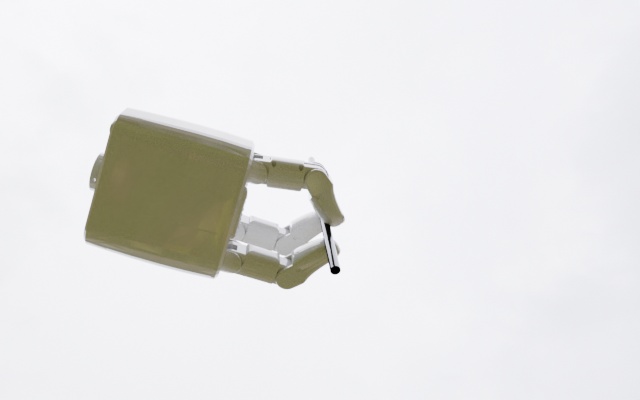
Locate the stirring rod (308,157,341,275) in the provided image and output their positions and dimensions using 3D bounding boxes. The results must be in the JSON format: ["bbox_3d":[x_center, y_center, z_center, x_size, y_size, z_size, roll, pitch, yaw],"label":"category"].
[{"bbox_3d":[0.000,0.001,0.459,0.011,0.011,0.239,0,24,-6],"label":"stirring rod"}]
